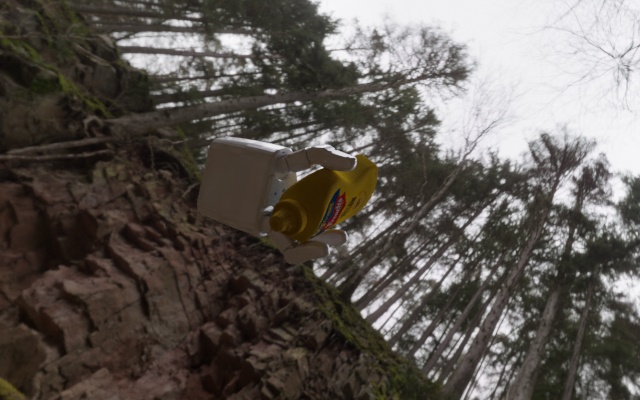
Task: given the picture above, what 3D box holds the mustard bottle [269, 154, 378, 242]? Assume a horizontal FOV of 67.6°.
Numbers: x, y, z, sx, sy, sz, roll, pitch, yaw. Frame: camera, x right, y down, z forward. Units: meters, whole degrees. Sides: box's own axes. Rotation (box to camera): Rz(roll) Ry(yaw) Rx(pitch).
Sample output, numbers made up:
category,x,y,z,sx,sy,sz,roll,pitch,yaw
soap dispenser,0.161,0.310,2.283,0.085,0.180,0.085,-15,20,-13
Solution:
category,x,y,z,sx,sy,sz,roll,pitch,yaw
mustard bottle,0.001,0.002,0.588,0.058,0.096,0.191,40,31,17
